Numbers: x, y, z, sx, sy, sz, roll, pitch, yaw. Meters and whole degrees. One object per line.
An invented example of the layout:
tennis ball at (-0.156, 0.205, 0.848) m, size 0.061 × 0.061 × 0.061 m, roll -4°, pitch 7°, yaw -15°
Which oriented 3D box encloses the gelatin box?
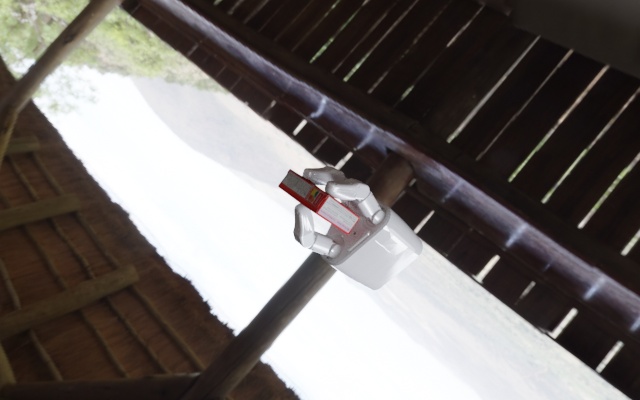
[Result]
gelatin box at (0.000, 0.002, 0.598) m, size 0.073 × 0.030 × 0.089 m, roll 35°, pitch 1°, yaw 37°
